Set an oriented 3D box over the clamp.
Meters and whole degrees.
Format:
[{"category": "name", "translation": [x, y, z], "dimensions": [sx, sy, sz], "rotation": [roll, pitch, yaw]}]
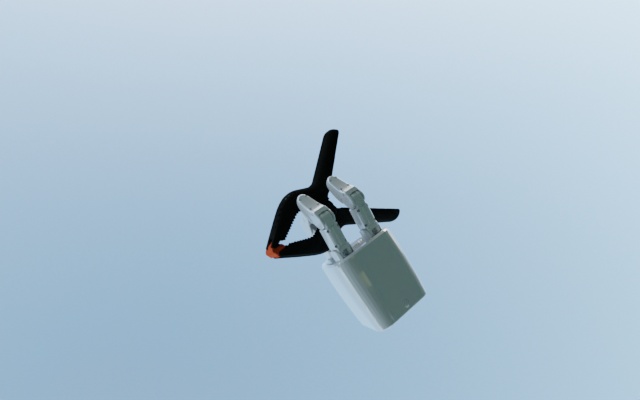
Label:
[{"category": "clamp", "translation": [-0.001, 0.003, 0.668], "dimensions": [0.210, 0.164, 0.036], "rotation": [-33, 0, -30]}]
